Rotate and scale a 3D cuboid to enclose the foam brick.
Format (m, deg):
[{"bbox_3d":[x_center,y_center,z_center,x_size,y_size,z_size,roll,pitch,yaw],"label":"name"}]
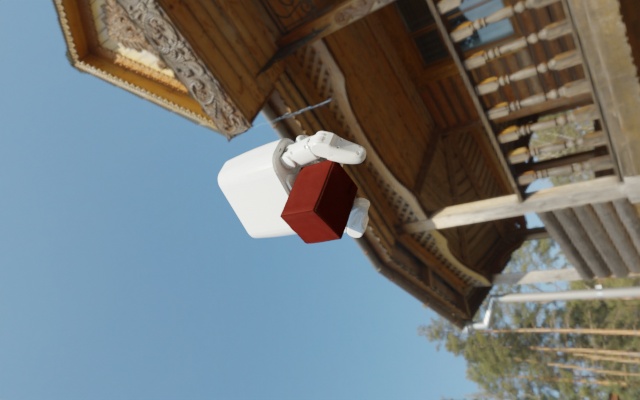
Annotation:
[{"bbox_3d":[0.000,0.002,0.534,0.051,0.078,0.053,-12,-48,37],"label":"foam brick"}]
